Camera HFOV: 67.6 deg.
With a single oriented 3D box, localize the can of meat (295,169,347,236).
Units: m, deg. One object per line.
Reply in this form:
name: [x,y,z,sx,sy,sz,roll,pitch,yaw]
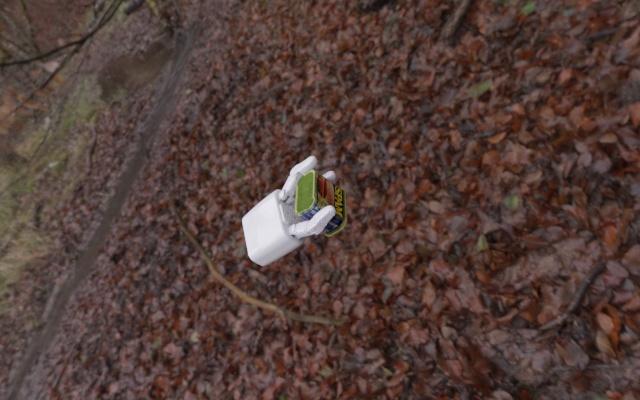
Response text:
can of meat: [0.000,0.003,0.891,0.057,0.102,0.084,-32,-50,33]
